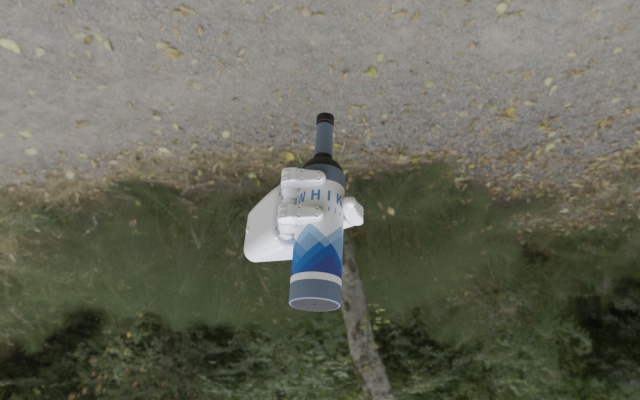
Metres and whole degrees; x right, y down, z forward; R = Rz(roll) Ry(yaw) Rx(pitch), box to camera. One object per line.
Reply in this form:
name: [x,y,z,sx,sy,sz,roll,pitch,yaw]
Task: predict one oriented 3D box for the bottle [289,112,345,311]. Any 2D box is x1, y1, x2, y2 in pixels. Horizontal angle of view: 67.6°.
bottle: [0.000,0.002,0.674,0.069,0.295,0.069,3,-27,1]
